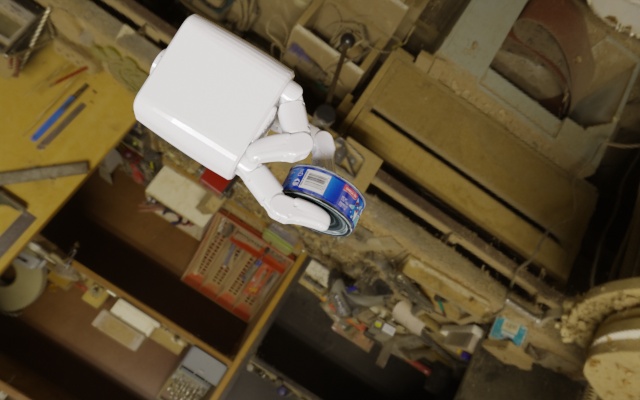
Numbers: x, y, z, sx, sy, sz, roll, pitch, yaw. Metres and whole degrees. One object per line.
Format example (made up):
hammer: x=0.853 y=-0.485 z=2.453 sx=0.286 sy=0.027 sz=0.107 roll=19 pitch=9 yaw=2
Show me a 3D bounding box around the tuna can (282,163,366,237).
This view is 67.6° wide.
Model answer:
tuna can: x=0.000 y=0.002 z=0.482 sx=0.086 sy=0.033 sz=0.086 roll=22 pitch=-23 yaw=10
